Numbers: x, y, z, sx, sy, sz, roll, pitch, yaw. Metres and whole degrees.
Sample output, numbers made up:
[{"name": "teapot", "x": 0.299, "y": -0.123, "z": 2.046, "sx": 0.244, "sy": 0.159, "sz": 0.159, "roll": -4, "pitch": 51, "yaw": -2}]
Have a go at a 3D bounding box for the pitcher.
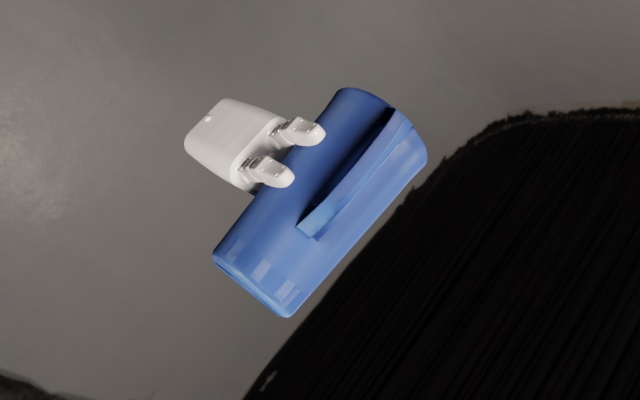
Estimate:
[{"name": "pitcher", "x": 0.000, "y": 0.002, "z": 0.519, "sx": 0.145, "sy": 0.242, "sz": 0.149, "roll": 29, "pitch": -17, "yaw": 36}]
